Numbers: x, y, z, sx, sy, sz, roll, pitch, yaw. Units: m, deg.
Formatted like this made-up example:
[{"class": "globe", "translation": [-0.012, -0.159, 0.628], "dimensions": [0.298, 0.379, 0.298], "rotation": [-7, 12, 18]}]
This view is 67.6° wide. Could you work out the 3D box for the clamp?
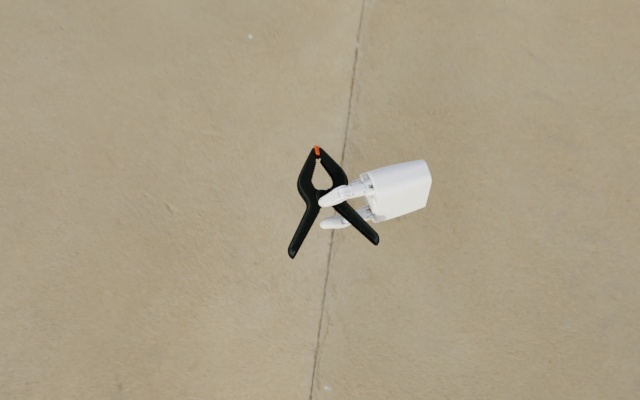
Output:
[{"class": "clamp", "translation": [0.000, 0.002, 0.869], "dimensions": [0.164, 0.210, 0.036], "rotation": [-15, -16, -8]}]
